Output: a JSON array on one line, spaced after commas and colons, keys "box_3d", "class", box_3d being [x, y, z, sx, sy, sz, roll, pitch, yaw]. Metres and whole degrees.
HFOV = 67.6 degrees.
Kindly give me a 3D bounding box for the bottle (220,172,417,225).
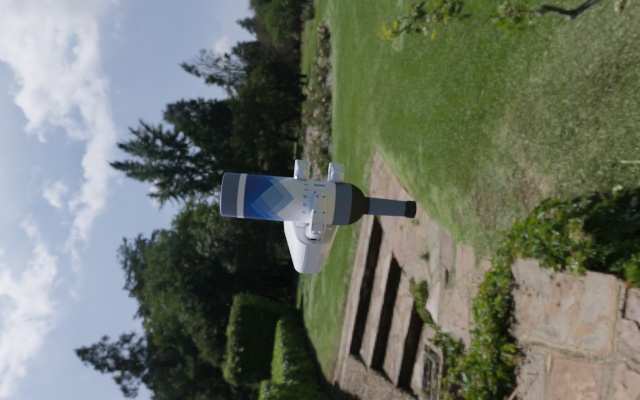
[{"box_3d": [0.000, 0.002, 0.731, 0.296, 0.069, 0.069, 5, 0, -4], "class": "bottle"}]
